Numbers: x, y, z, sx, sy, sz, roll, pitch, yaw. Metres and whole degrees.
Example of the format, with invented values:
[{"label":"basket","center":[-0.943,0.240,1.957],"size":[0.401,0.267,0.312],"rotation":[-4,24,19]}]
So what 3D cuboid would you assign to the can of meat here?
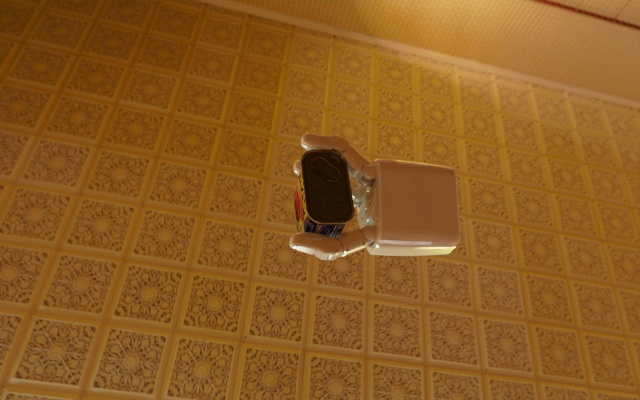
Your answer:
[{"label":"can of meat","center":[0.000,0.002,0.595],"size":[0.057,0.102,0.084],"rotation":[0,-29,-13]}]
